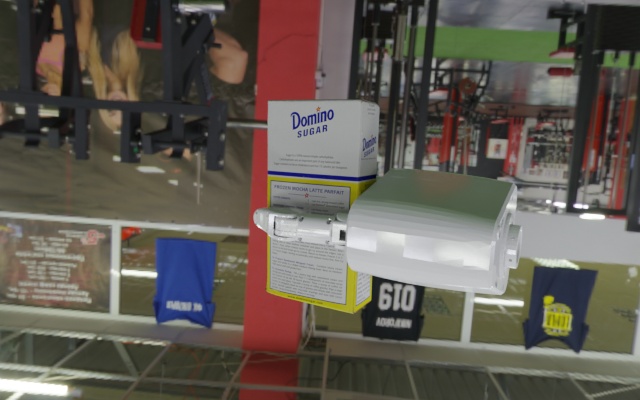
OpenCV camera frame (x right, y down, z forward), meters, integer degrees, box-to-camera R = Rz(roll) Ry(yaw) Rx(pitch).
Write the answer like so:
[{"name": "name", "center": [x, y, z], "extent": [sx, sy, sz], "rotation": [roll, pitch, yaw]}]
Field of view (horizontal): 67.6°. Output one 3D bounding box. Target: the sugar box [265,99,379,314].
[{"name": "sugar box", "center": [0.000, 0.001, 0.422], "extent": [0.093, 0.176, 0.048], "rotation": [7, 7, 28]}]
